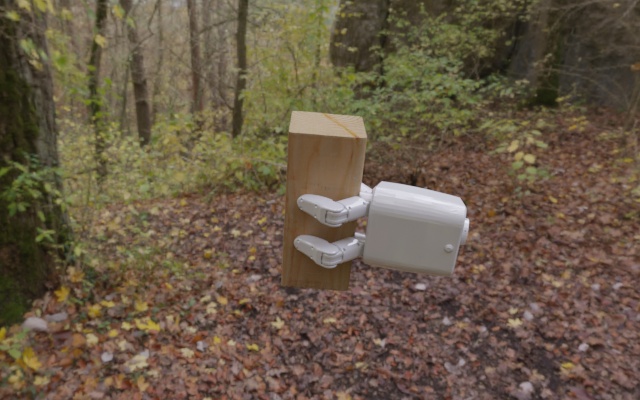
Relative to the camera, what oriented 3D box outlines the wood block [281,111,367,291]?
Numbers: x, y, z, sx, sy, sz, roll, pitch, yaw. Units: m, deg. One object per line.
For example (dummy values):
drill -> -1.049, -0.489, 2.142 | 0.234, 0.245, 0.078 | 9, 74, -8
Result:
wood block -> 0.001, 0.002, 0.605 | 0.090, 0.206, 0.090 | 4, 26, -2
